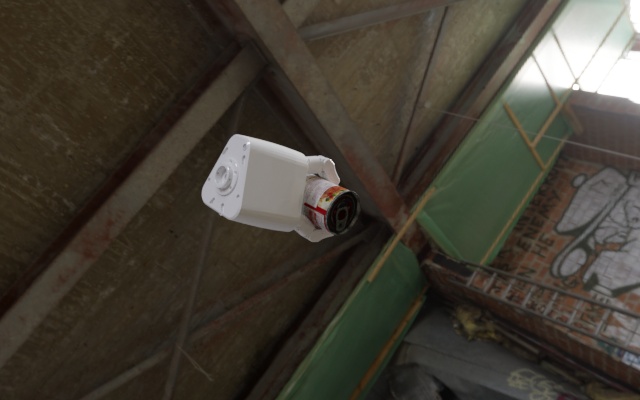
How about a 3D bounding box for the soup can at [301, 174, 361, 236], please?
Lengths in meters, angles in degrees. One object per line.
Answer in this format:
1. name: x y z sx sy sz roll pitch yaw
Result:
1. soup can: 0.000 0.002 0.713 0.068 0.068 0.102 0 19 -45
